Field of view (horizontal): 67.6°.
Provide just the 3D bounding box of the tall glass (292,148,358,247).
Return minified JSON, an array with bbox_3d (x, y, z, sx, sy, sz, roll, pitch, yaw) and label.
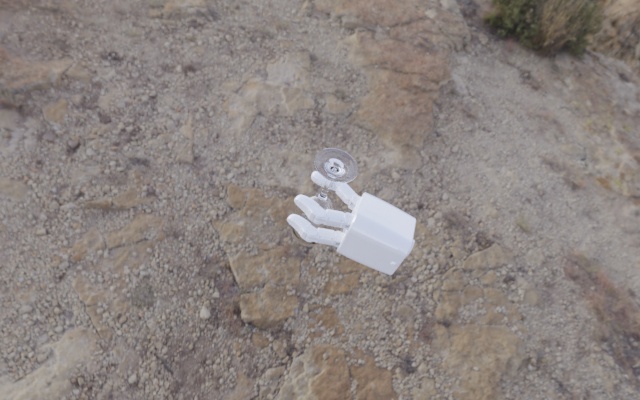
[{"bbox_3d":[0.000,0.002,0.844,0.079,0.079,0.201,0,-37,-19],"label":"tall glass"}]
